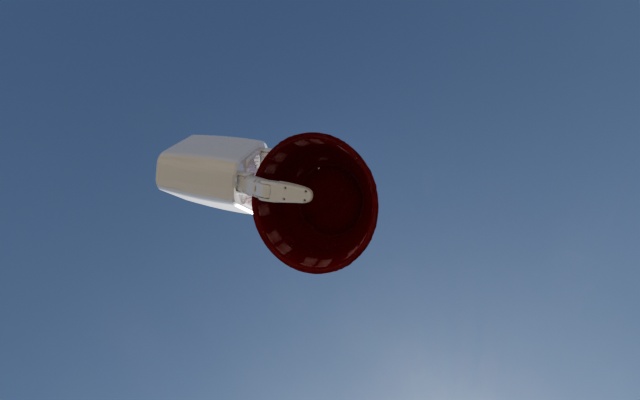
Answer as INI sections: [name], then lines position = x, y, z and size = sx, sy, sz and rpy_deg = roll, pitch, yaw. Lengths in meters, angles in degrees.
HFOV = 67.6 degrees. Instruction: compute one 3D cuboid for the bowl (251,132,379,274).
[bowl]
position = 0.001, 0.002, 0.563
size = 0.162, 0.162, 0.055
rpy_deg = 0, 5, 26
